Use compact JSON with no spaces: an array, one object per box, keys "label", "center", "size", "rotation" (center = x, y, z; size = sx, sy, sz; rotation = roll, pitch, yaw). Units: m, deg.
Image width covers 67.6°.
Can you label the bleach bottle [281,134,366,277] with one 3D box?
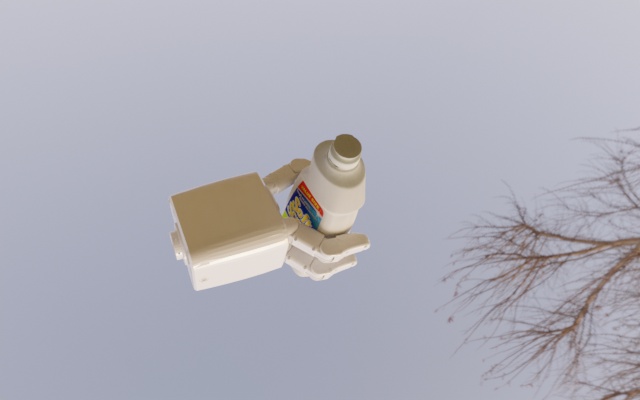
[{"label":"bleach bottle","center":[0.000,0.002,0.561],"size":[0.068,0.102,0.251],"rotation":[-16,-24,-19]}]
